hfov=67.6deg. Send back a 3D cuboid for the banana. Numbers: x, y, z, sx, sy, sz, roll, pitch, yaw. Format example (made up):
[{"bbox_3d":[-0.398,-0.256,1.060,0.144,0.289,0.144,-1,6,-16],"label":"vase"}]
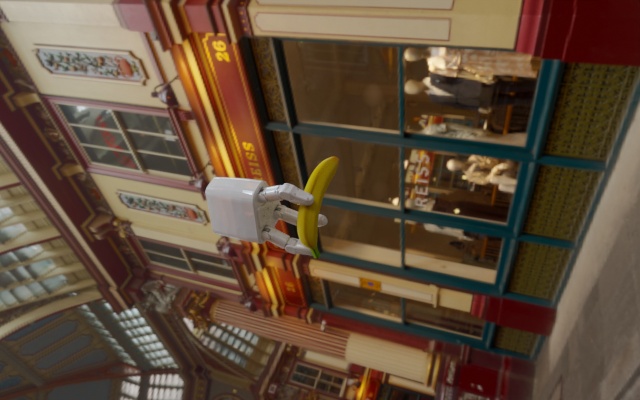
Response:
[{"bbox_3d":[-0.007,-0.001,0.855,0.037,0.197,0.070,5,-19,25],"label":"banana"}]
